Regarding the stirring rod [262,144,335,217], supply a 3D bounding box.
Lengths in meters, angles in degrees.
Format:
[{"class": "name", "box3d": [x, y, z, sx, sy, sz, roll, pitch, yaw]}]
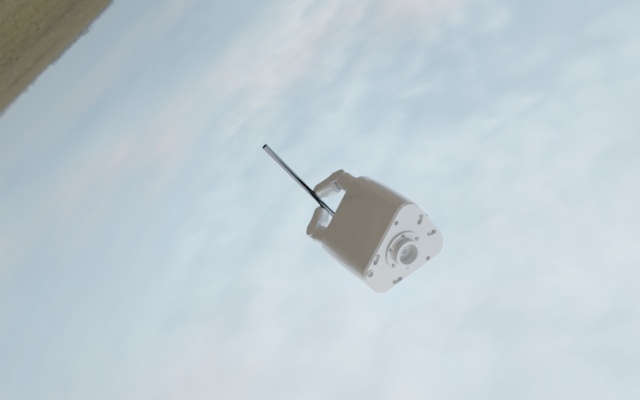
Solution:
[{"class": "stirring rod", "box3d": [0.000, 0.002, 0.684, 0.011, 0.011, 0.240, 0, -37, 50]}]
